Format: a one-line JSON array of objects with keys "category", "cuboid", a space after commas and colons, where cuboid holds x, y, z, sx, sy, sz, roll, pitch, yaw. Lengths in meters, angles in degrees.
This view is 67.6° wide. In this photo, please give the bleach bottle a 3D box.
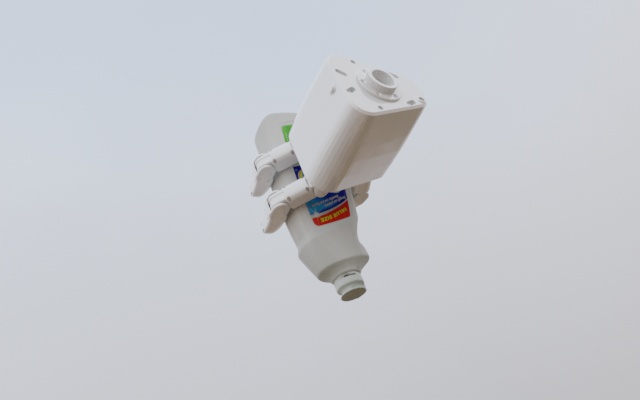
[{"category": "bleach bottle", "cuboid": [0.000, 0.002, 0.566, 0.102, 0.250, 0.068, 0, -40, -31]}]
